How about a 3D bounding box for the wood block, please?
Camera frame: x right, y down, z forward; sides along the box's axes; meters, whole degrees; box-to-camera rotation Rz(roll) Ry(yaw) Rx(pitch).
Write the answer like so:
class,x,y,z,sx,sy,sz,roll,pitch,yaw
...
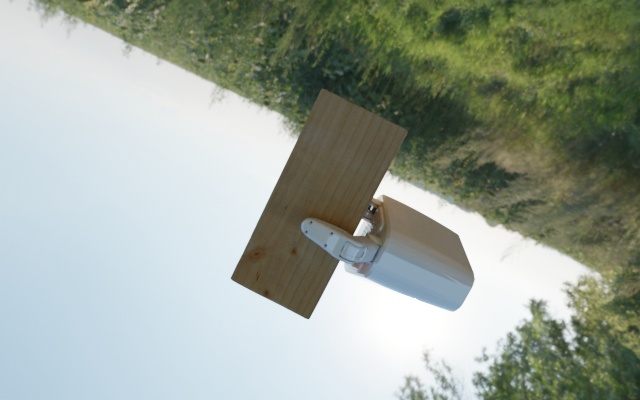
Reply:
class,x,y,z,sx,sy,sz,roll,pitch,yaw
wood block,0.000,0.002,0.493,0.090,0.206,0.091,27,9,3
